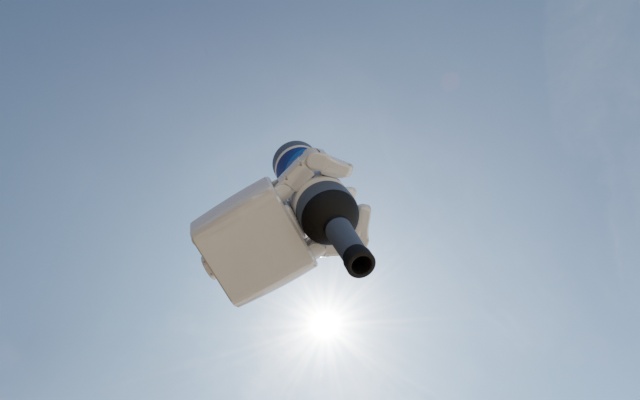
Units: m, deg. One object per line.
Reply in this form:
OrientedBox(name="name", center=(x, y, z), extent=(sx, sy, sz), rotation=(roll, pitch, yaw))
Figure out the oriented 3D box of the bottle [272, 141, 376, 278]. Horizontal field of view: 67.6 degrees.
OrientedBox(name="bottle", center=(0.000, 0.002, 0.554), extent=(0.069, 0.069, 0.295), rotation=(0, 22, -16))
